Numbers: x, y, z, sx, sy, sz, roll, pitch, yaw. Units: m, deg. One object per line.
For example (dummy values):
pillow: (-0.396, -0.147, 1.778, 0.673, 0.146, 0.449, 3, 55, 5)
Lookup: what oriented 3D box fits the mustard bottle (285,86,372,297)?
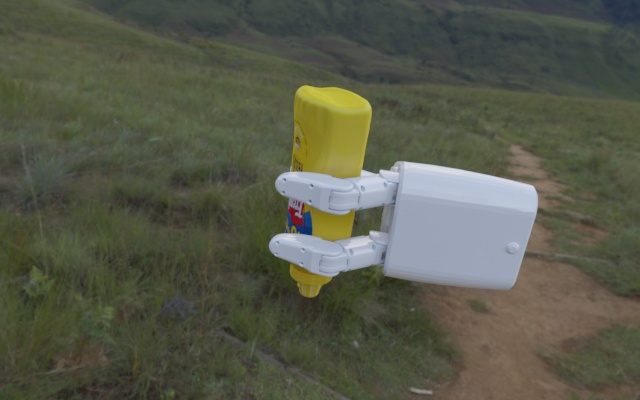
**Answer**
mustard bottle: (0.000, 0.001, 0.425, 0.058, 0.192, 0.096, -2, 24, -19)
